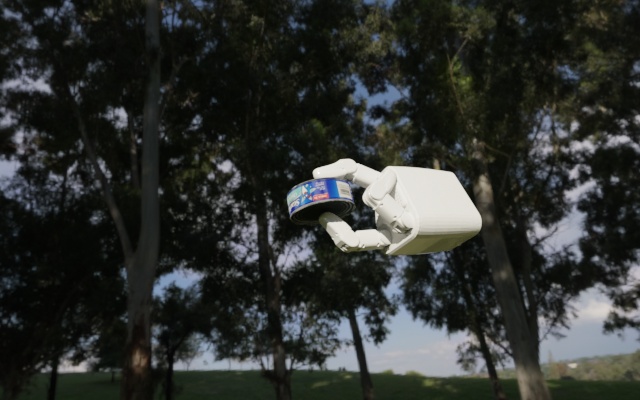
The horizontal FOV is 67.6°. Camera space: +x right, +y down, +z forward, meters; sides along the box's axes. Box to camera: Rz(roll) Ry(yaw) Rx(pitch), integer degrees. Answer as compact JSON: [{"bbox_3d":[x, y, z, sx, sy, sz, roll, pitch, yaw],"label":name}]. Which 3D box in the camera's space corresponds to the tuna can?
[{"bbox_3d":[0.000,0.001,0.619,0.086,0.033,0.086,-10,-20,-4],"label":"tuna can"}]
